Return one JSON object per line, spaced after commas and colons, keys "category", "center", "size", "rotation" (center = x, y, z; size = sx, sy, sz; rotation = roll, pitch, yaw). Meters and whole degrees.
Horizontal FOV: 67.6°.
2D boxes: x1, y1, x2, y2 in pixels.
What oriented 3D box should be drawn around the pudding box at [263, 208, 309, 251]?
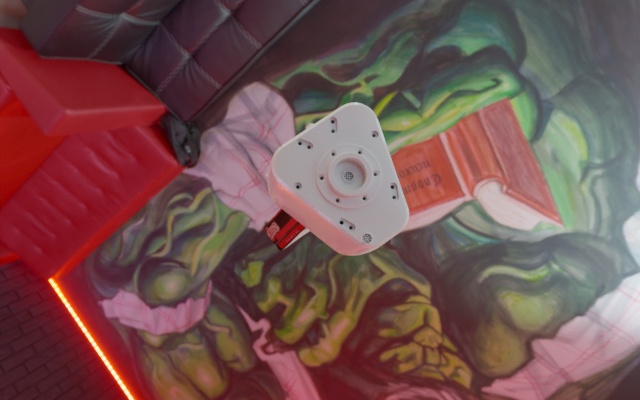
{"category": "pudding box", "center": [0.000, 0.002, 0.530], "size": [0.113, 0.039, 0.090], "rotation": [-31, -7, -36]}
